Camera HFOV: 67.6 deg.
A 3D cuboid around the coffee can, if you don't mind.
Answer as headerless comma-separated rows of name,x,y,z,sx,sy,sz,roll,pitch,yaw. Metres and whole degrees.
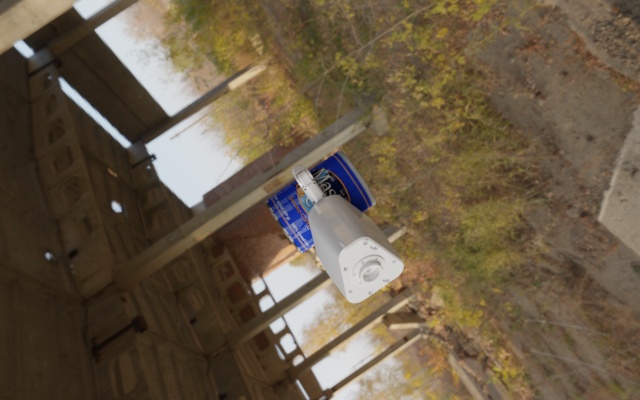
coffee can,0.000,0.002,0.745,0.140,0.103,0.103,-34,1,-1
